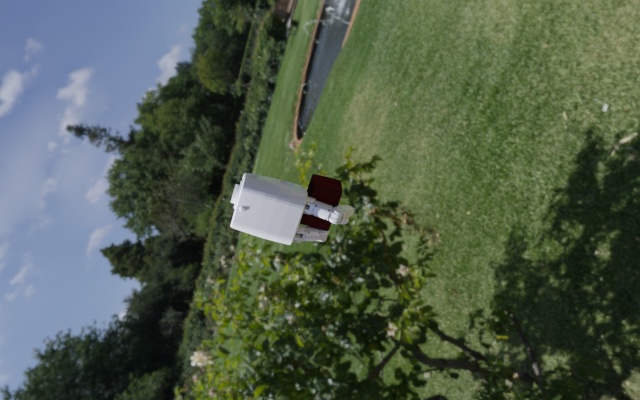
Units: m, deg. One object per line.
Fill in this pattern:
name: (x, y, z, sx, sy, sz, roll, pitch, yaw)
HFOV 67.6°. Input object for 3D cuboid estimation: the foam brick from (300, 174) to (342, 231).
foam brick: (0.000, 0.002, 0.811, 0.051, 0.078, 0.053, 16, 22, -9)
